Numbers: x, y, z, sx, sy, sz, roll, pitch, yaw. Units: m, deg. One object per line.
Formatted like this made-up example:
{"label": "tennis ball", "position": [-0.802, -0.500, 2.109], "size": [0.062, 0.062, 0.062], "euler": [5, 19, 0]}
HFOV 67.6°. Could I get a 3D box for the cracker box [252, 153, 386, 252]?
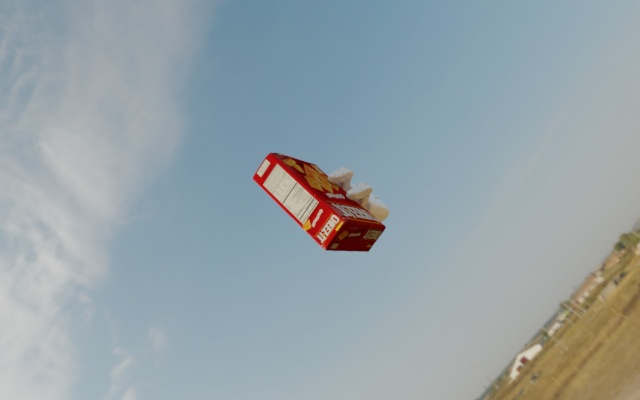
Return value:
{"label": "cracker box", "position": [0.000, 0.003, 0.898], "size": [0.213, 0.072, 0.164], "euler": [42, 17, 28]}
